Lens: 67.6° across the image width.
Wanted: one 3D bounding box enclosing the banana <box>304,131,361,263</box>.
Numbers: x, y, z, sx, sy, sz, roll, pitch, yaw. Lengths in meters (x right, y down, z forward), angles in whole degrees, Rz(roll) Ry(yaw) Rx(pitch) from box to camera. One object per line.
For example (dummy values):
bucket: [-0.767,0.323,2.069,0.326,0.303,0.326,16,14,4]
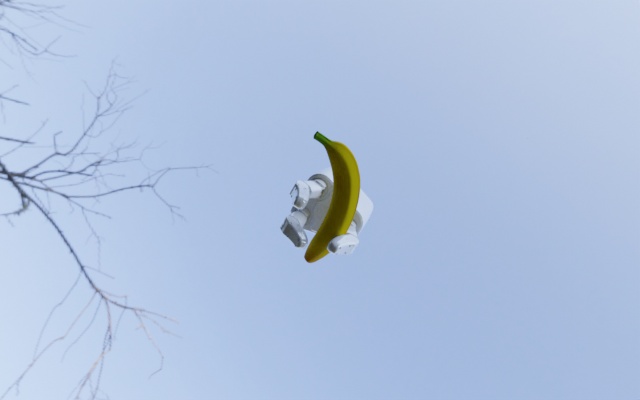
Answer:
banana: [0.019,0.002,0.667,0.069,0.198,0.037,8,21,8]
